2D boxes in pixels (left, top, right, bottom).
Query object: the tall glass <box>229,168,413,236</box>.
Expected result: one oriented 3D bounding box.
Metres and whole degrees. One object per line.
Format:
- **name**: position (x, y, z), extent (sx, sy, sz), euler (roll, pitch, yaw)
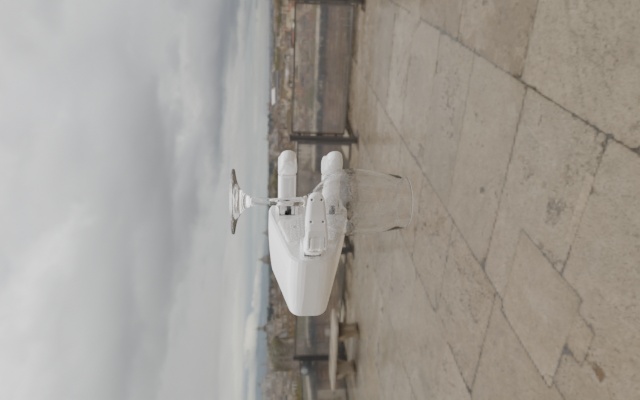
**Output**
- **tall glass**: position (-0.001, 0.002, 0.547), extent (0.201, 0.079, 0.079), euler (0, 0, -6)
